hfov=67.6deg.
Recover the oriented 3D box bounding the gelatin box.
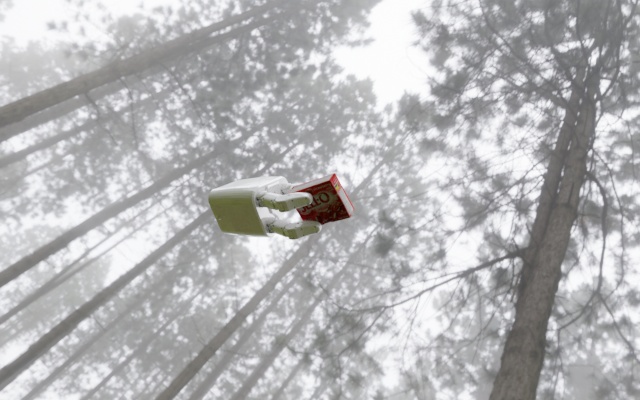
[{"bbox_3d":[0.001,0.002,0.786,0.089,0.073,0.030,-17,23,31],"label":"gelatin box"}]
